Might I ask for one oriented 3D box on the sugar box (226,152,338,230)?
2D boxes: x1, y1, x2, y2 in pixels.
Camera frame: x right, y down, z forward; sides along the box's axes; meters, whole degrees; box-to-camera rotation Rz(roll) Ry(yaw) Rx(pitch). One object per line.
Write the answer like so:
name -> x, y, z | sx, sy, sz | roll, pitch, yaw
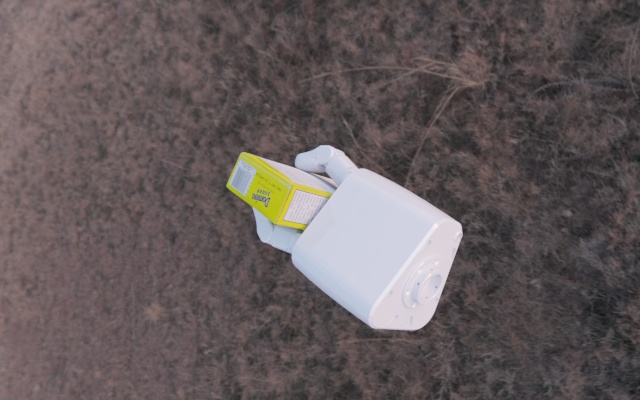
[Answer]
sugar box -> 0.000, 0.002, 0.502 | 0.176, 0.048, 0.093 | 18, 11, -45
